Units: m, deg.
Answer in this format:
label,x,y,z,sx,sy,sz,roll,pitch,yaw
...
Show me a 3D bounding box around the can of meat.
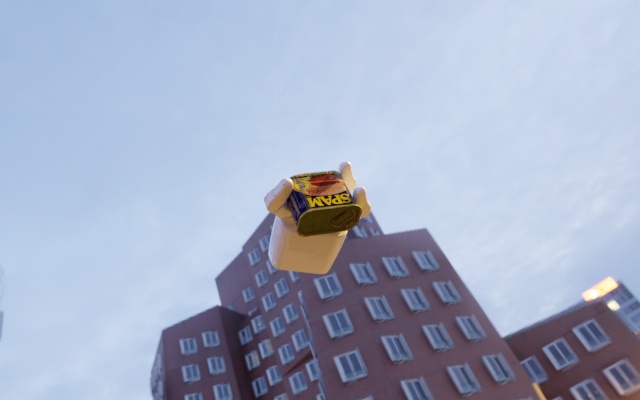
label,x,y,z,sx,sy,sz,roll,pitch,yaw
can of meat,0.000,0.002,0.736,0.102,0.057,0.084,-7,47,-22
